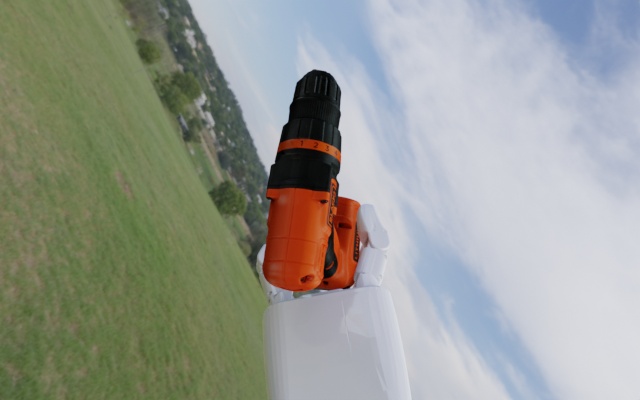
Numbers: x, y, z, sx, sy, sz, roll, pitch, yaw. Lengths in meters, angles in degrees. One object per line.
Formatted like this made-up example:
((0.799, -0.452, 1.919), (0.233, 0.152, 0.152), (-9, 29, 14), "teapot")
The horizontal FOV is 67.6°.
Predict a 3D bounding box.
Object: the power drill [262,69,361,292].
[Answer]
((0.000, 0.002, 0.441), (0.057, 0.184, 0.188), (4, -19, 14), "power drill")
